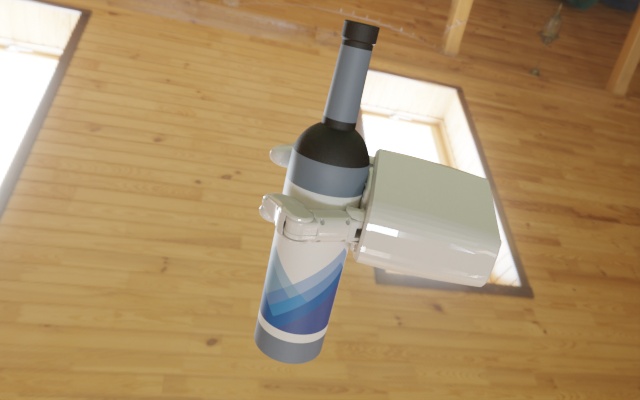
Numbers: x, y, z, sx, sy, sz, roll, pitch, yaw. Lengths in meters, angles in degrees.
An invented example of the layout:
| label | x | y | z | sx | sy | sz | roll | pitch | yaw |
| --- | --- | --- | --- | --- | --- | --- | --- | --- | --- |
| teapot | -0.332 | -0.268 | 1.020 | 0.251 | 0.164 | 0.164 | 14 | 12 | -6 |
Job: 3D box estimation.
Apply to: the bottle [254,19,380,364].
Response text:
| label | x | y | z | sx | sy | sz | roll | pitch | yaw |
| --- | --- | --- | --- | --- | --- | --- | --- | --- | --- |
| bottle | 0.000 | 0.002 | 0.410 | 0.069 | 0.296 | 0.069 | 11 | 21 | -4 |
